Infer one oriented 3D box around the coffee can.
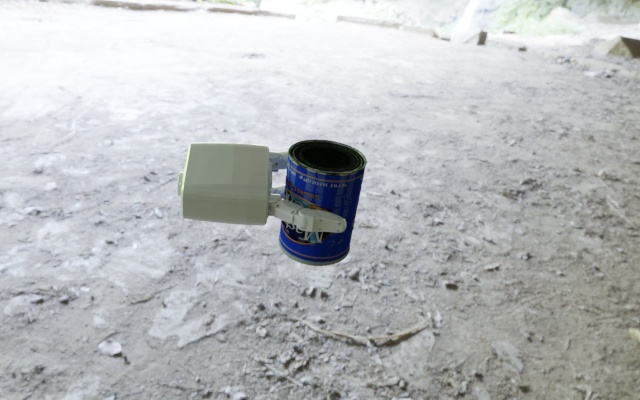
[{"bbox_3d":[0.000,0.002,0.644,0.103,0.140,0.102,7,29,-4],"label":"coffee can"}]
